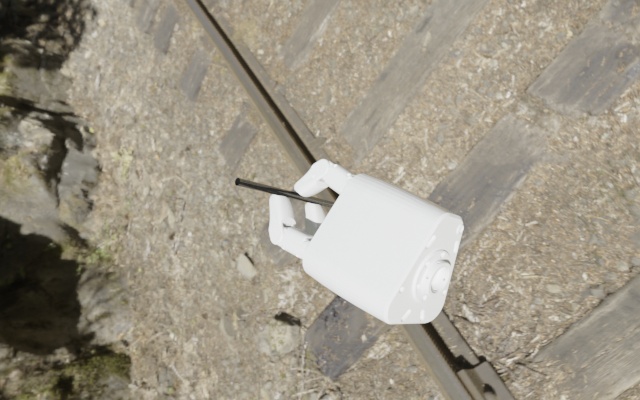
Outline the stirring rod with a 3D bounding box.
[{"bbox_3d":[0.000,0.002,0.553,0.011,0.011,0.239,0,-10,43],"label":"stirring rod"}]
